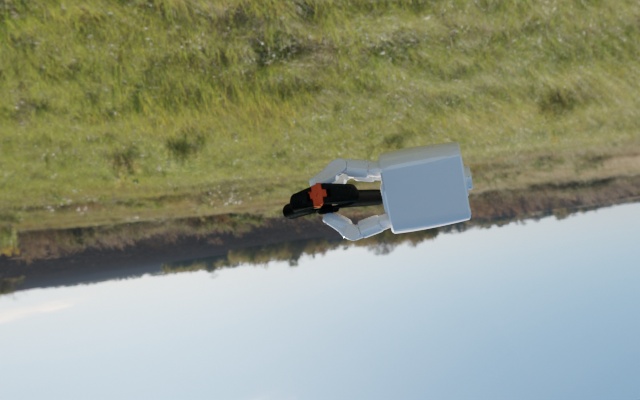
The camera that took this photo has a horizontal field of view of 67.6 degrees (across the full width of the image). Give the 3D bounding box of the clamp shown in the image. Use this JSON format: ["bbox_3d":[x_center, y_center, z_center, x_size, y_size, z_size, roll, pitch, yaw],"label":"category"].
[{"bbox_3d":[0.000,0.003,0.684,0.164,0.036,0.210,-11,-5,13],"label":"clamp"}]
